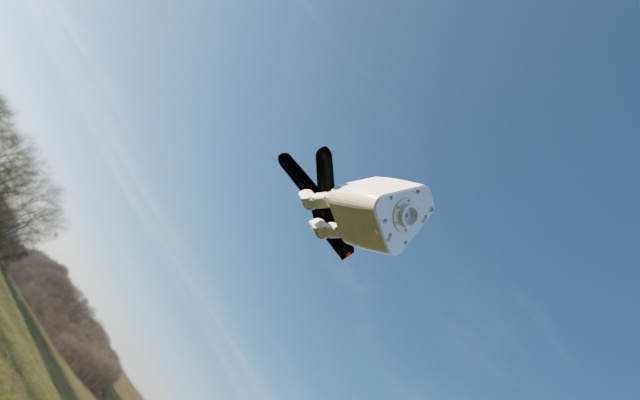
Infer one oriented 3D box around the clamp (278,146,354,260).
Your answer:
[{"bbox_3d":[0.001,0.003,0.811,0.036,0.210,0.164,-31,22,-23],"label":"clamp"}]
